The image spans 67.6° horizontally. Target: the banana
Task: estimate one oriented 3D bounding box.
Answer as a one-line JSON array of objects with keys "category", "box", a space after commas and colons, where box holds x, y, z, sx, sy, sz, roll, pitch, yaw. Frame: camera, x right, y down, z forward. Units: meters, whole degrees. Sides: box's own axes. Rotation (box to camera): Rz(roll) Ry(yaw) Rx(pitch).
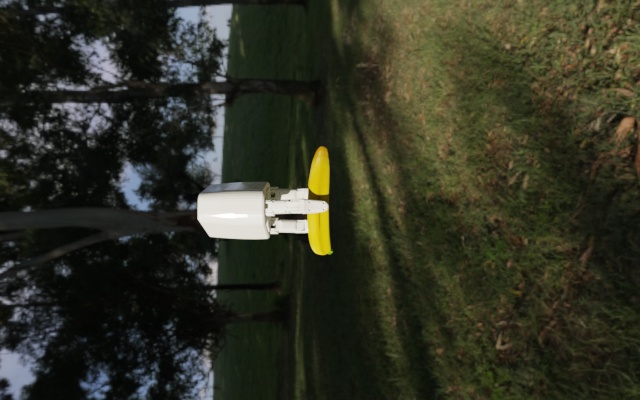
[{"category": "banana", "box": [-0.002, 0.012, 0.794, 0.037, 0.198, 0.069, 1, 20, 6]}]
